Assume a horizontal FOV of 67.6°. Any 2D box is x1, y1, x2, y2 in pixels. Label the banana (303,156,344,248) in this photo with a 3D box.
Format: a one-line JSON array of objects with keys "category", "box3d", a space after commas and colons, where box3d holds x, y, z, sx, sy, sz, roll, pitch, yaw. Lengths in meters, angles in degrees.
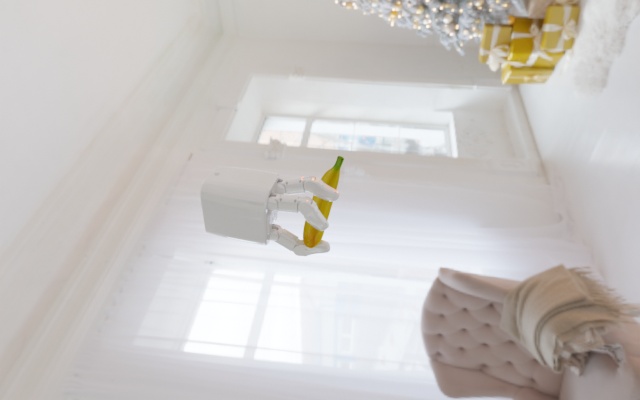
[{"category": "banana", "box3d": [-0.001, 0.012, 0.804, 0.037, 0.197, 0.070, 14, -39, 4]}]
